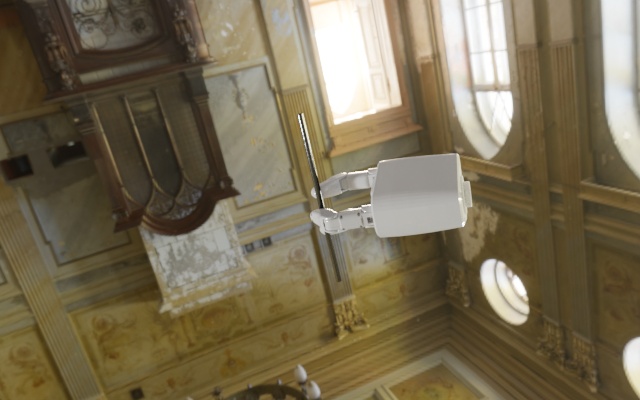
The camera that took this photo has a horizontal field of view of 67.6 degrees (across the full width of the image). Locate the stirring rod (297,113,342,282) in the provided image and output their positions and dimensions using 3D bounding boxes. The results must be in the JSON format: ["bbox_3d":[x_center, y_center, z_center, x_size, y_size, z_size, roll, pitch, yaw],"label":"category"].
[{"bbox_3d":[0.000,0.002,0.640,0.011,0.239,0.011,-12,17,4],"label":"stirring rod"}]
